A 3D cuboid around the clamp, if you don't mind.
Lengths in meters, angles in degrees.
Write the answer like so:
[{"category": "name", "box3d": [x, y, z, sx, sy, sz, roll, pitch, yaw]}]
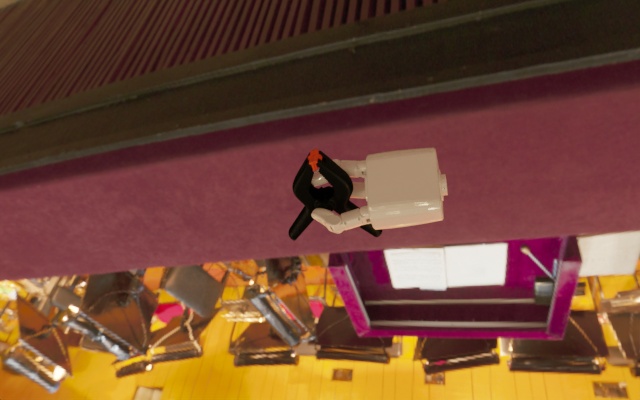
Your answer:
[{"category": "clamp", "box3d": [0.000, 0.003, 0.772, 0.164, 0.036, 0.210, -9, -41, 16]}]
